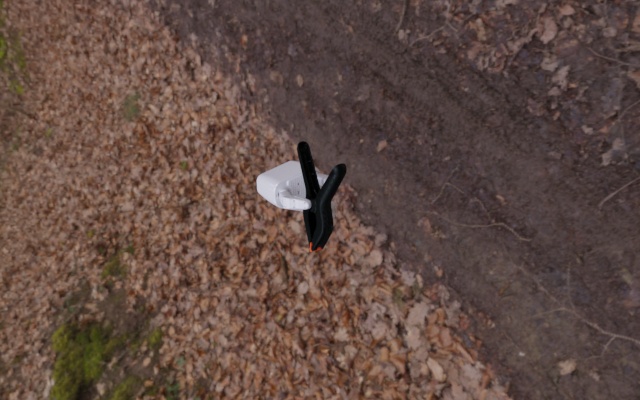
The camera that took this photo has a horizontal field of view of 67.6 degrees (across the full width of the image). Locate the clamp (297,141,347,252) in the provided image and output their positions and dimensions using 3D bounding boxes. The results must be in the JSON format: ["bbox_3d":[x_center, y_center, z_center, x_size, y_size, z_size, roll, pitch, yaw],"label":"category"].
[{"bbox_3d":[-0.001,0.004,0.898,0.036,0.210,0.164,-9,18,-25],"label":"clamp"}]
